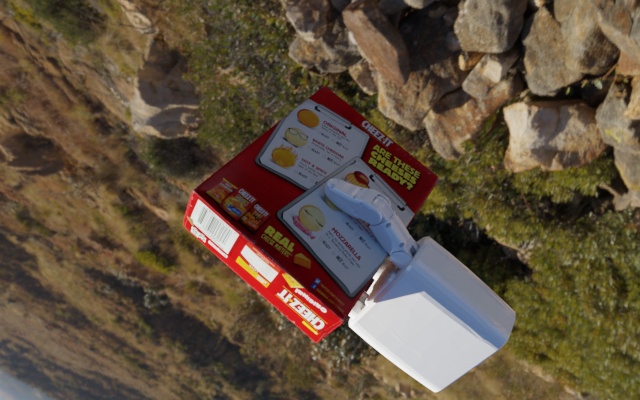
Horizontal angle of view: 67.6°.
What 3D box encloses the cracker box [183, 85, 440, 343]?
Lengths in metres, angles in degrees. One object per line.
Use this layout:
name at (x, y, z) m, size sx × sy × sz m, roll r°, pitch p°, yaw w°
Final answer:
cracker box at (0.000, 0.002, 0.471) m, size 0.213 × 0.164 × 0.072 m, roll -48°, pitch -4°, yaw -41°
